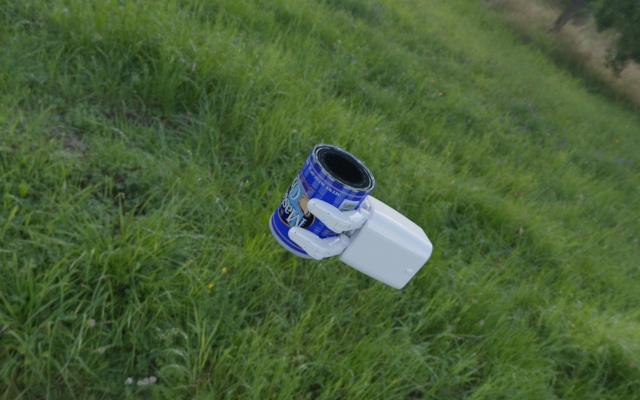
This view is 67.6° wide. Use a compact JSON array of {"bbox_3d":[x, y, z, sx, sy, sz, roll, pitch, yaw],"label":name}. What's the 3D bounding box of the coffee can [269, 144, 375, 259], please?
[{"bbox_3d":[0.000,0.002,0.707,0.103,0.140,0.102,25,31,-16],"label":"coffee can"}]
